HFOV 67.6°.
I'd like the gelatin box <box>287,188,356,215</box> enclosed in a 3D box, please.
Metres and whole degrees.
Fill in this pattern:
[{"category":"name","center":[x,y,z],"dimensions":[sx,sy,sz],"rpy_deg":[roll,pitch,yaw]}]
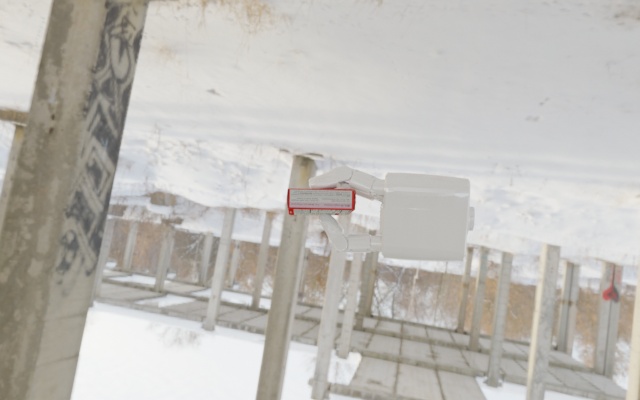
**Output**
[{"category":"gelatin box","center":[0.000,0.003,0.643],"dimensions":[0.089,0.030,0.073],"rpy_deg":[0,-7,-2]}]
